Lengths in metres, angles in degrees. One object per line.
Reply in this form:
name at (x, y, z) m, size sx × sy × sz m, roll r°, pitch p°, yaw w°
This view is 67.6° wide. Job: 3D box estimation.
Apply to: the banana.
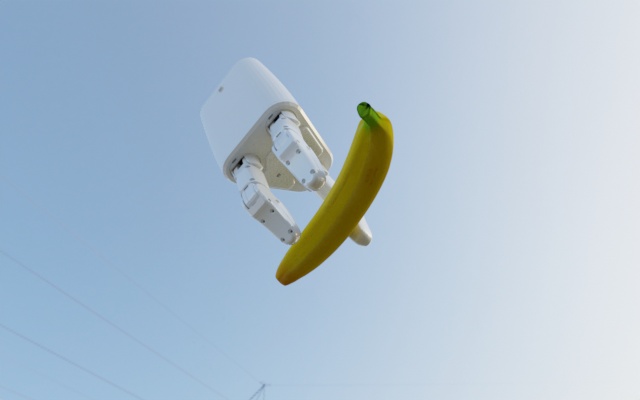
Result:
banana at (0.016, -0.003, 0.412) m, size 0.069 × 0.198 × 0.037 m, roll -6°, pitch 44°, yaw -37°
